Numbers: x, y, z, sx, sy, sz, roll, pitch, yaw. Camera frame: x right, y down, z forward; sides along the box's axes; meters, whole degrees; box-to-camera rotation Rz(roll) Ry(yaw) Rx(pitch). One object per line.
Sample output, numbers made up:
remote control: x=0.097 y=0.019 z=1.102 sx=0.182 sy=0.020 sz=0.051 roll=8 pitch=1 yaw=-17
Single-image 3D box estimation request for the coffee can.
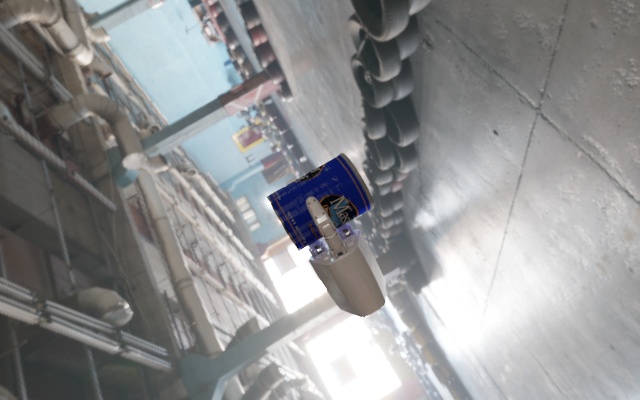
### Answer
coffee can: x=0.000 y=0.002 z=0.763 sx=0.140 sy=0.103 sz=0.103 roll=-30 pitch=2 yaw=-3
